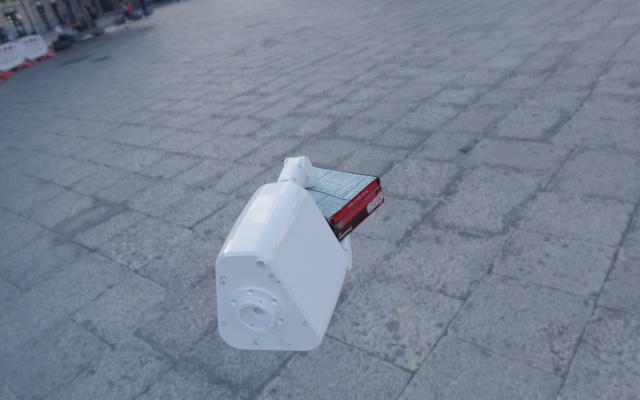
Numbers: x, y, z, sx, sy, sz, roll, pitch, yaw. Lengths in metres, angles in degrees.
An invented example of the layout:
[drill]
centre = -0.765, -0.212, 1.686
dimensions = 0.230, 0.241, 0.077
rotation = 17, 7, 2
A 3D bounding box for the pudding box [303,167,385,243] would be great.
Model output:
[pudding box]
centre = 0.000, 0.002, 0.531
dimensions = 0.113, 0.039, 0.090
rotation = 14, 39, 40
